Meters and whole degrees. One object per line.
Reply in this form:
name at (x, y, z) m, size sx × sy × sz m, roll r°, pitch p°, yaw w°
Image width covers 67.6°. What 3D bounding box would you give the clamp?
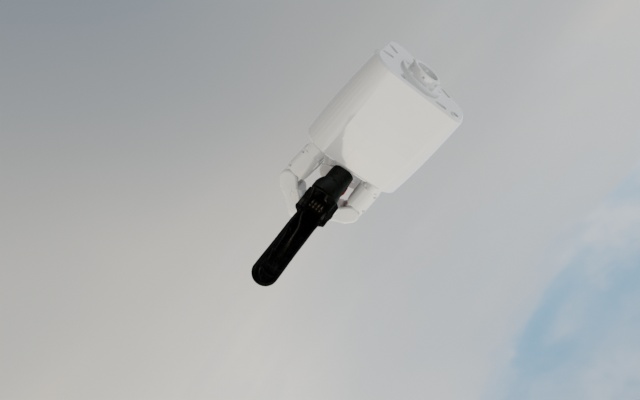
clamp at (0.001, 0.002, 0.461) m, size 0.120 × 0.039 × 0.171 m, roll -46°, pitch 5°, yaw 33°
